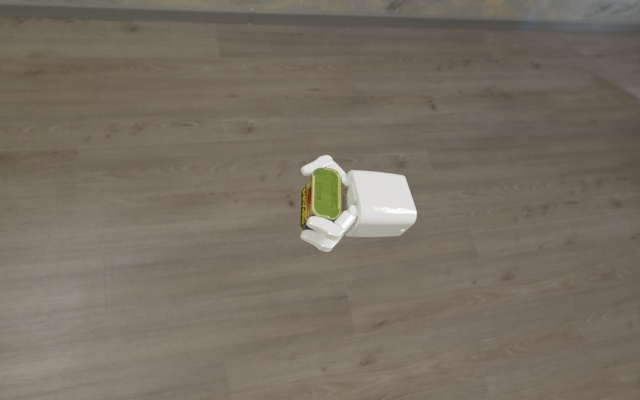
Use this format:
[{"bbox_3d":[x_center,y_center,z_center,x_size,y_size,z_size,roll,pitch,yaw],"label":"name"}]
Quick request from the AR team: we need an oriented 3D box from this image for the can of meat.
[{"bbox_3d":[0.000,0.003,0.840,0.057,0.102,0.084,7,-26,-13],"label":"can of meat"}]
